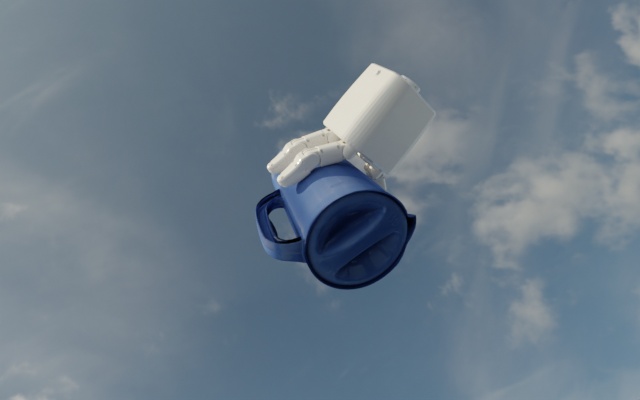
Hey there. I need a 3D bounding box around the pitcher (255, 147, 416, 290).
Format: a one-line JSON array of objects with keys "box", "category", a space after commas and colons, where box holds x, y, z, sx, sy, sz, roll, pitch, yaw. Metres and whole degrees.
[{"box": [0.000, 0.002, 0.647, 0.149, 0.145, 0.242, 33, 10, -30], "category": "pitcher"}]
